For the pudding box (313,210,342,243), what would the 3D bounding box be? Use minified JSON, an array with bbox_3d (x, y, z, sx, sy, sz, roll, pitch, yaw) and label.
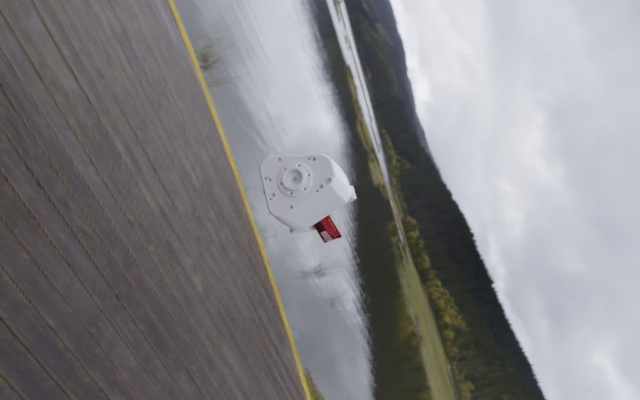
[{"bbox_3d":[0.000,0.003,0.827,0.039,0.113,0.090,-17,-43,11],"label":"pudding box"}]
